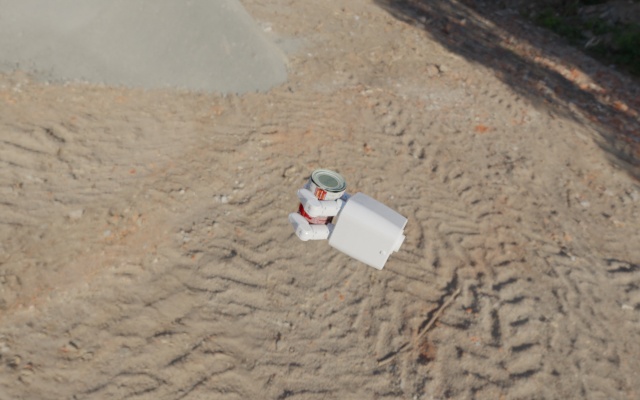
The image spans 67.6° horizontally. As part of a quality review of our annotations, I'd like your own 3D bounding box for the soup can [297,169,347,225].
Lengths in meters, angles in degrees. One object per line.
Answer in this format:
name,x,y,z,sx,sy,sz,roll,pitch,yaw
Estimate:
soup can,0.000,0.002,0.856,0.068,0.102,0.068,14,35,-10
